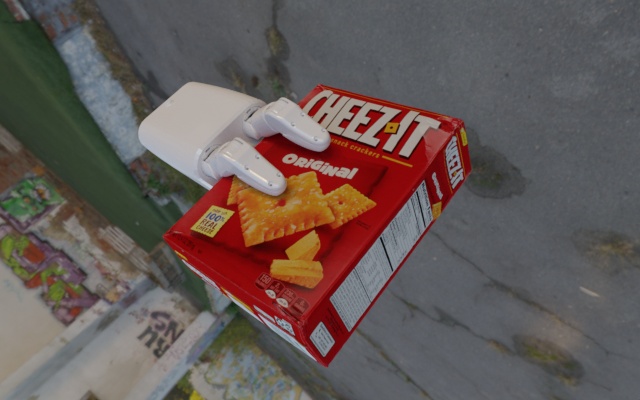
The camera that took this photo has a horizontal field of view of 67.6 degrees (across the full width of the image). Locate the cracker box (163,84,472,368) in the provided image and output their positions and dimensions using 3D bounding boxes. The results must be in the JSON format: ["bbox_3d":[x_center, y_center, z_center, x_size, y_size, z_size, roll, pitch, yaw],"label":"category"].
[{"bbox_3d":[0.000,0.002,0.406,0.164,0.213,0.072,24,-27,36],"label":"cracker box"}]
